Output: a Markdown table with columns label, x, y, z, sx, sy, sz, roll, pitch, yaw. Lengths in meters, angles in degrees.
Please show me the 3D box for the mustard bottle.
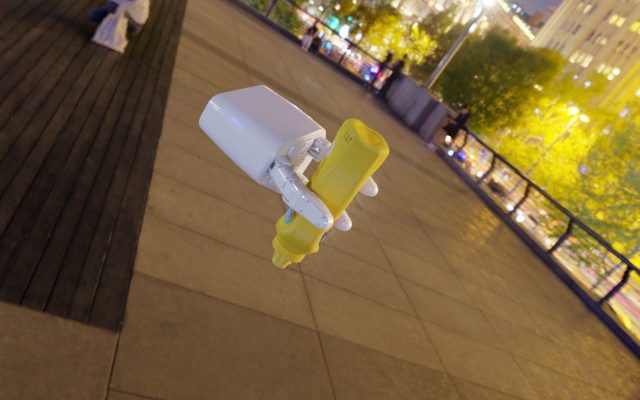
| label | x | y | z | sx | sy | sz | roll | pitch | yaw |
| --- | --- | --- | --- | --- | --- | --- | --- | --- | --- |
| mustard bottle | 0.001 | 0.002 | 0.542 | 0.058 | 0.192 | 0.096 | 32 | 20 | -9 |
